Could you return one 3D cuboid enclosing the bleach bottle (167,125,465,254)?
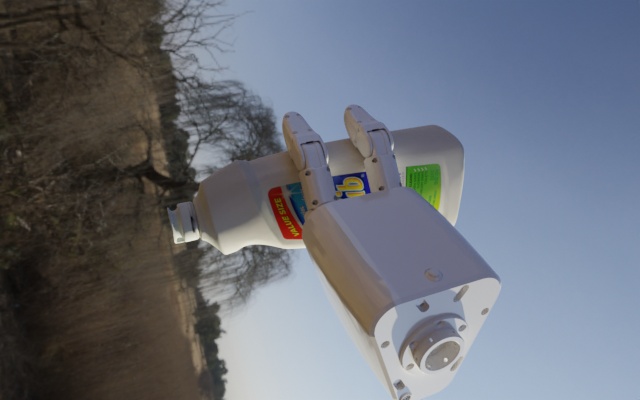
[{"bbox_3d":[0.000,0.001,0.415,0.251,0.103,0.068,-12,33,-18],"label":"bleach bottle"}]
